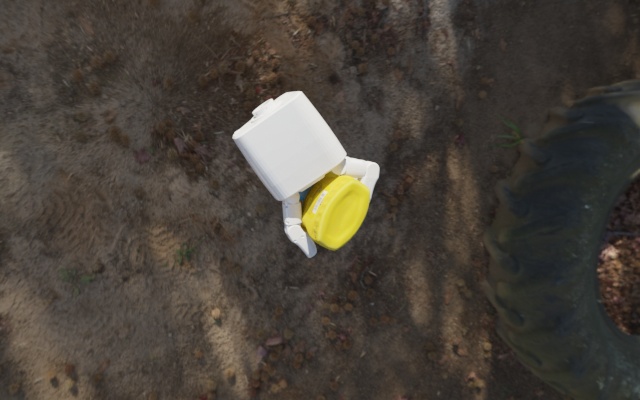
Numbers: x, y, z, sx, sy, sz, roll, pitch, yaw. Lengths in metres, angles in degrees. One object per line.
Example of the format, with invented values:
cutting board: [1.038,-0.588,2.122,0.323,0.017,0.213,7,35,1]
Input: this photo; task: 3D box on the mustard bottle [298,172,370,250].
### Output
mustard bottle: [0.000,0.003,0.690,0.058,0.096,0.191,28,1,-22]
